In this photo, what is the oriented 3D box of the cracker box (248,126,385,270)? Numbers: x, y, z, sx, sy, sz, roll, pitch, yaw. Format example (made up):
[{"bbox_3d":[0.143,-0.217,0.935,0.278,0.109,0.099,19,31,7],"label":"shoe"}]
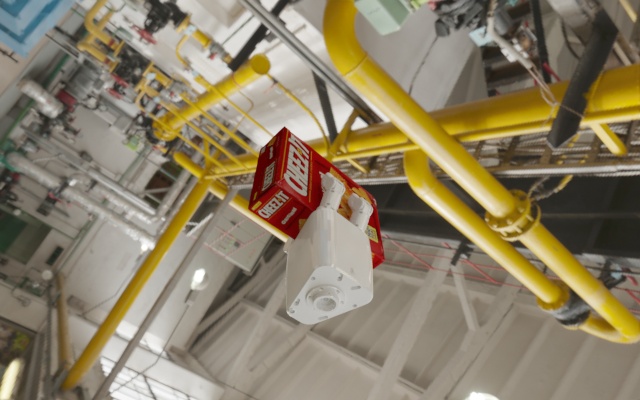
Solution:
[{"bbox_3d":[0.000,0.003,0.747,0.214,0.164,0.072,37,-61,-24],"label":"cracker box"}]
